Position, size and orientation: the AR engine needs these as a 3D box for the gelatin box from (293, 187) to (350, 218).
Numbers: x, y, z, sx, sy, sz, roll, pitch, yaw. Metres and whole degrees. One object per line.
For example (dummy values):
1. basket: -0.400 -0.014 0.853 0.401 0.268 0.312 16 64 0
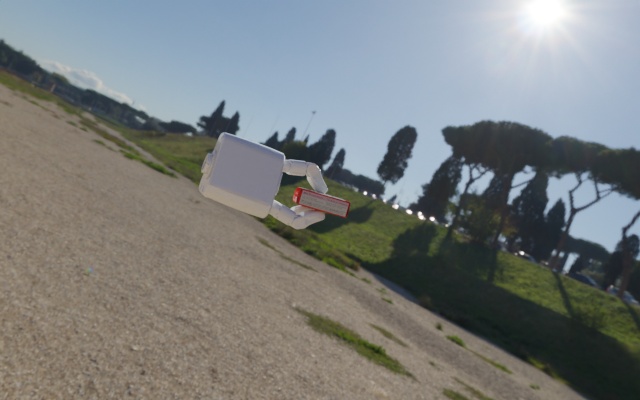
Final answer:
1. gelatin box: 0.001 0.002 0.815 0.089 0.030 0.073 15 2 -9
